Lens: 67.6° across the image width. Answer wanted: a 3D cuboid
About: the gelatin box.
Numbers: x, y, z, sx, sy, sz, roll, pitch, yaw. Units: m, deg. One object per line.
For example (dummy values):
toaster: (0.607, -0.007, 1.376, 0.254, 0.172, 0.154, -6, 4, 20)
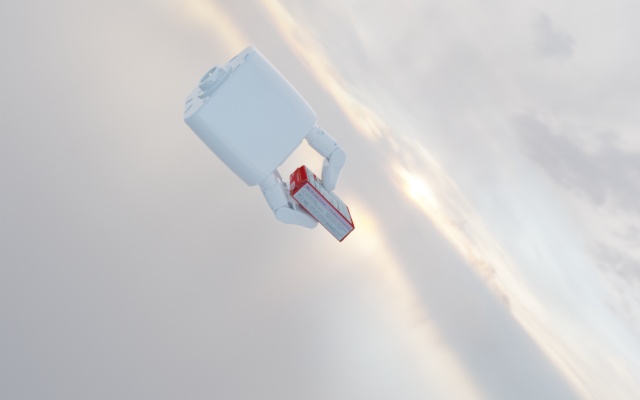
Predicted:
gelatin box: (0.001, 0.002, 0.592, 0.089, 0.030, 0.073, 43, 11, -17)
